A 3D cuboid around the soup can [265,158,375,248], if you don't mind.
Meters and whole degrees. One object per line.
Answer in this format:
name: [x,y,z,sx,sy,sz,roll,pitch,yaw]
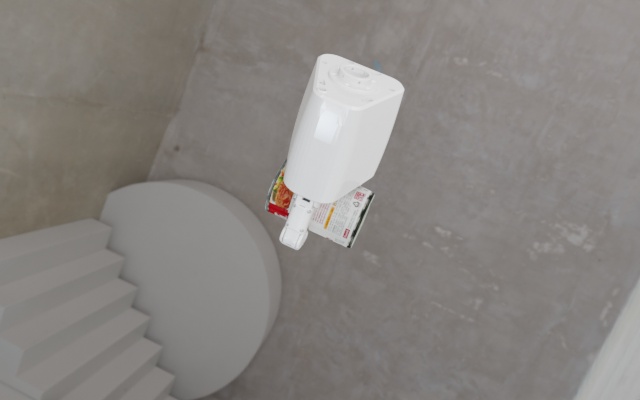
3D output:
soup can: [0.000,0.002,0.524,0.102,0.068,0.068,24,3,7]
